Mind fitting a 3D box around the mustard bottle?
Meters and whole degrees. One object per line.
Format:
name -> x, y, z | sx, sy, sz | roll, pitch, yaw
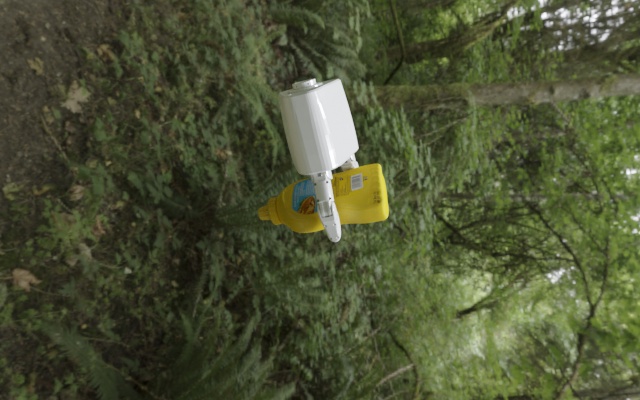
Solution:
mustard bottle -> 0.000, 0.003, 0.702 | 0.191, 0.058, 0.096 | -11, 42, 12
